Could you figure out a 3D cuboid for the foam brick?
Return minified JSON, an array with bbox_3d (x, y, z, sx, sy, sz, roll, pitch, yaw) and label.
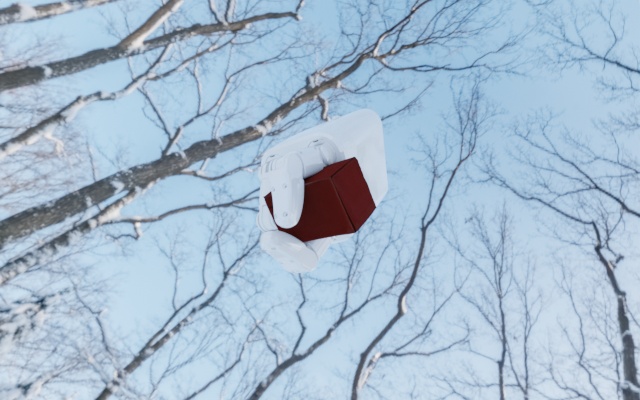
[{"bbox_3d":[0.000,0.001,0.422,0.078,0.053,0.051,-13,16,36],"label":"foam brick"}]
